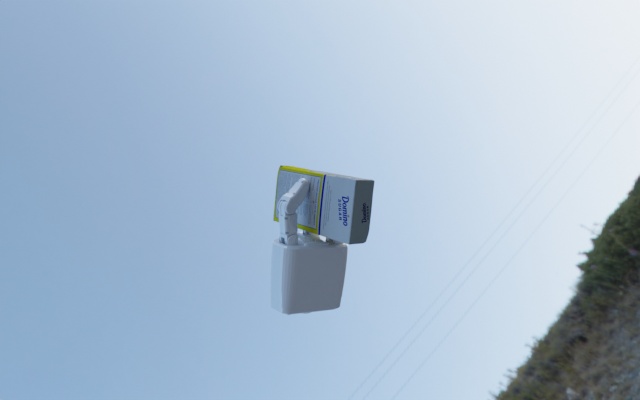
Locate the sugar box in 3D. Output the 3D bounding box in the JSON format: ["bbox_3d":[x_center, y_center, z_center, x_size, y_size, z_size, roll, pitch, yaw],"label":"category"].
[{"bbox_3d":[0.000,0.002,0.722,0.048,0.093,0.176,-2,11,-45],"label":"sugar box"}]
